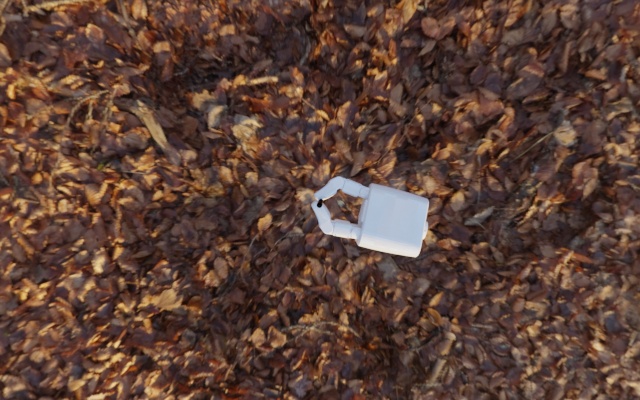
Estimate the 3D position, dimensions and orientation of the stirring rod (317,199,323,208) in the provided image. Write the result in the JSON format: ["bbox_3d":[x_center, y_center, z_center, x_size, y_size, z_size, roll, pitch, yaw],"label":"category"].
[{"bbox_3d":[0.000,0.003,0.788,0.011,0.011,0.239,0,2,1],"label":"stirring rod"}]
